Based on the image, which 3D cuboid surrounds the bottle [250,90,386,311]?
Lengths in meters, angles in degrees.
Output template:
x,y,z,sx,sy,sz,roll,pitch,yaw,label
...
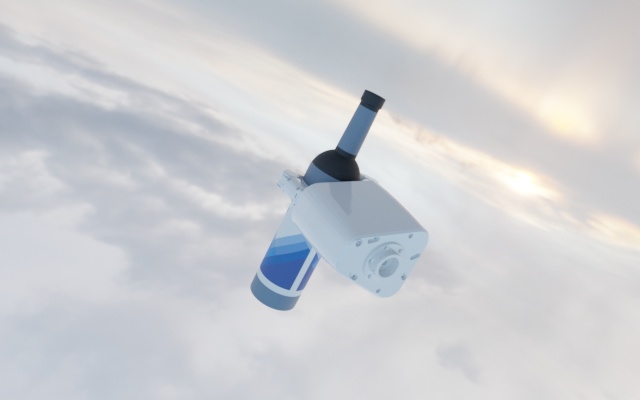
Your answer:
x,y,z,sx,sy,sz,roll,pitch,yaw,label
0.000,0.002,0.598,0.069,0.296,0.069,25,17,-8,bottle
